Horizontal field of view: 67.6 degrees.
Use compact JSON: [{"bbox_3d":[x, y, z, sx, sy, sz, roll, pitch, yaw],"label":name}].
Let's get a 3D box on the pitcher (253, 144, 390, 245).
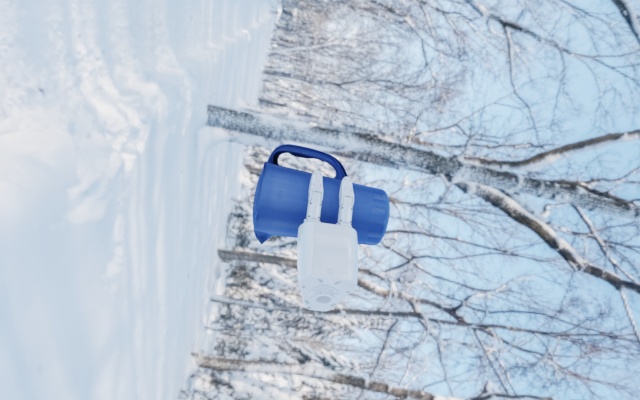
[{"bbox_3d":[0.000,0.003,0.882,0.243,0.145,0.149,9,-44,-9],"label":"pitcher"}]
